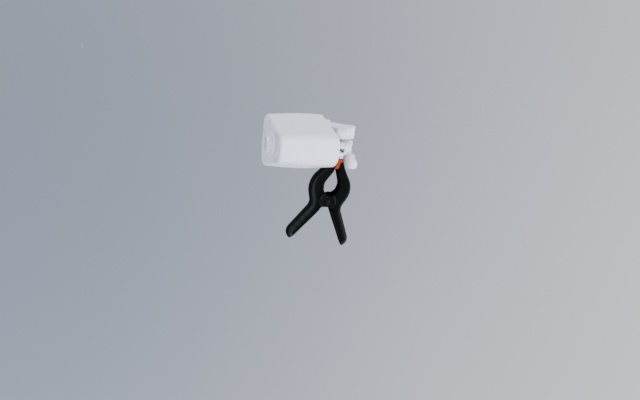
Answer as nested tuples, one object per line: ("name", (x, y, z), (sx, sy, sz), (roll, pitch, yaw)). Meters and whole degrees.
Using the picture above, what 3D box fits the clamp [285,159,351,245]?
("clamp", (0.000, 0.003, 0.882), (0.120, 0.171, 0.039), (0, 17, -22))
